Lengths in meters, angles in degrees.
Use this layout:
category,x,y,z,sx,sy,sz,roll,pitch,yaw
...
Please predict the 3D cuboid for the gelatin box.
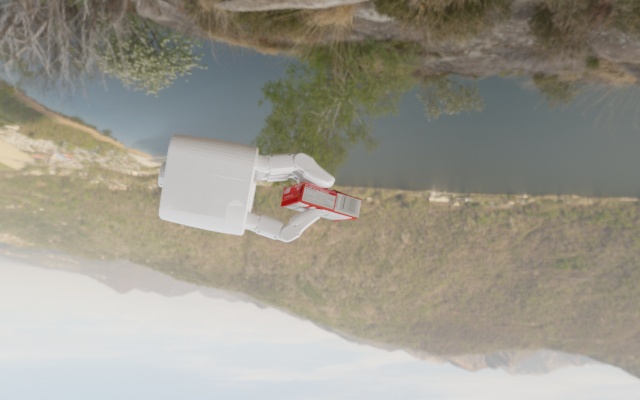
category,x,y,z,sx,sy,sz,roll,pitch,yaw
gelatin box,0.000,0.003,0.643,0.089,0.030,0.073,17,-11,-21
